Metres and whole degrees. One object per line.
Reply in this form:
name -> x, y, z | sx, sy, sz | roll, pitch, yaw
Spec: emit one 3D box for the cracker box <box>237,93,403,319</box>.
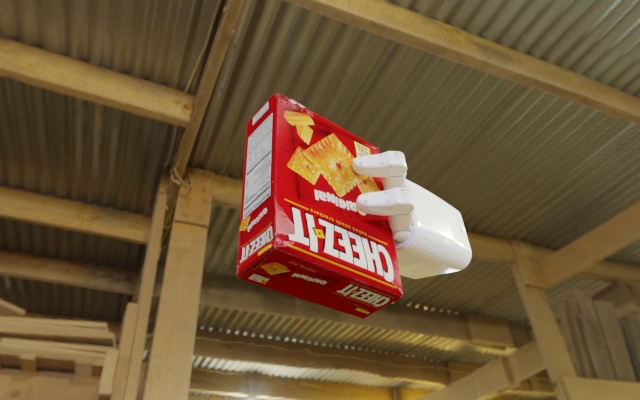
cracker box -> 0.000, 0.002, 0.527 | 0.164, 0.213, 0.072 | 24, -47, -30
